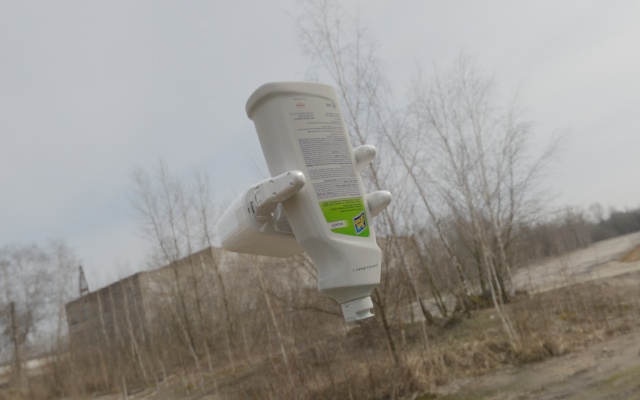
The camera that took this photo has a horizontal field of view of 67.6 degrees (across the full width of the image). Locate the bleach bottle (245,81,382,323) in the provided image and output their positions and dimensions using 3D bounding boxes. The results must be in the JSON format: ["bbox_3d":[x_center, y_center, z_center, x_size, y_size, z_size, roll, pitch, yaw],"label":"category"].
[{"bbox_3d":[0.000,0.002,0.499,0.102,0.250,0.068,-8,-14,-32],"label":"bleach bottle"}]
